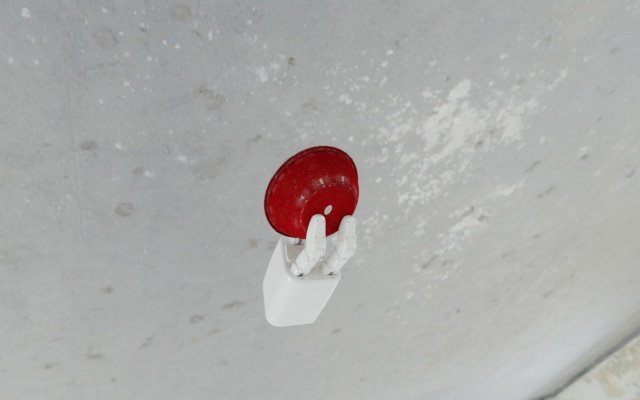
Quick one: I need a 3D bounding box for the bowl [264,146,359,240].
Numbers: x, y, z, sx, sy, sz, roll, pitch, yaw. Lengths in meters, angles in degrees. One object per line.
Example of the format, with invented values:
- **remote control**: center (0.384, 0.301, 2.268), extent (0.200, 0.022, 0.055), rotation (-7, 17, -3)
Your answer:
- **bowl**: center (0.000, 0.001, 0.709), extent (0.162, 0.162, 0.055), rotation (0, 29, -32)
